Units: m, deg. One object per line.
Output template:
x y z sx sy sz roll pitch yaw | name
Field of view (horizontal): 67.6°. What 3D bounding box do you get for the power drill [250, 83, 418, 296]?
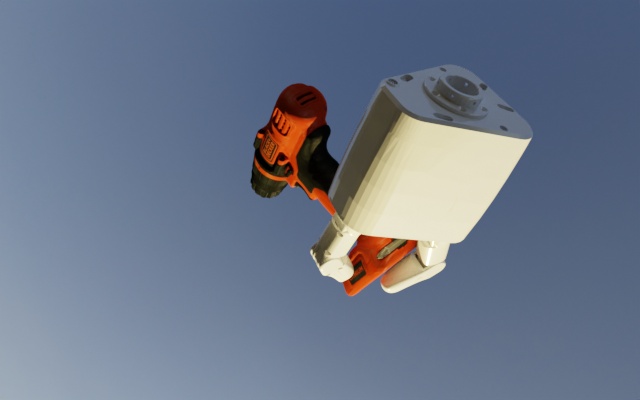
0.000 0.002 0.479 0.057 0.187 0.184 -34 -10 -27 | power drill
